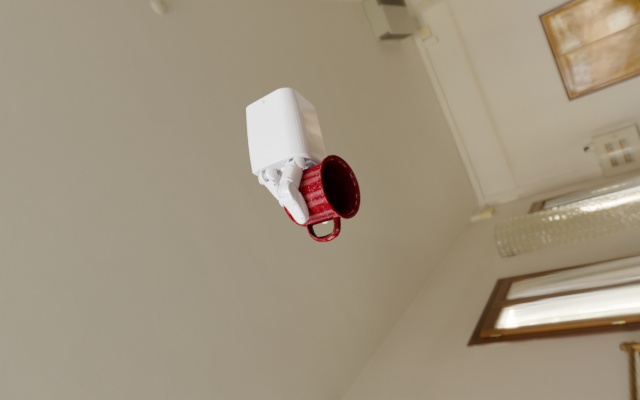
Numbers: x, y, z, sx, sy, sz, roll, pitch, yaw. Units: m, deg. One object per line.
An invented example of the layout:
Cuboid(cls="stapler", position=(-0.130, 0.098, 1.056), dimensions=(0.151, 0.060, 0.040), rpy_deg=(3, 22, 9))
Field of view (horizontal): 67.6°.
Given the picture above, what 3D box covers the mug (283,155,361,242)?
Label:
Cuboid(cls="mug", position=(0.000, 0.004, 0.685), dimensions=(0.081, 0.117, 0.093), rpy_deg=(-19, -17, 36))
